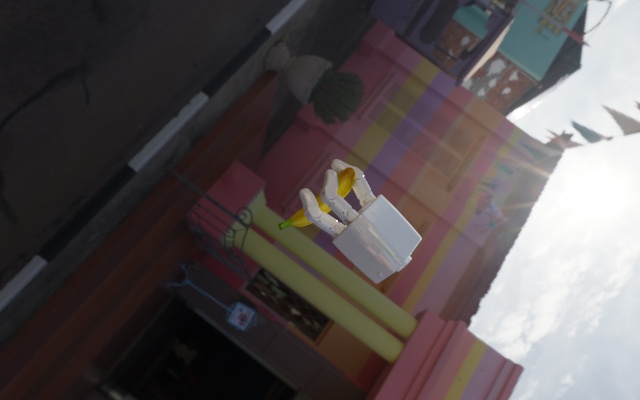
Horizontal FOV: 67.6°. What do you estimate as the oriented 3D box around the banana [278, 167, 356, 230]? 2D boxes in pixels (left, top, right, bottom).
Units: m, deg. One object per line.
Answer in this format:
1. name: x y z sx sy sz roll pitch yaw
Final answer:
1. banana: 0.008 0.000 0.860 0.198 0.037 0.069 -41 -9 34
